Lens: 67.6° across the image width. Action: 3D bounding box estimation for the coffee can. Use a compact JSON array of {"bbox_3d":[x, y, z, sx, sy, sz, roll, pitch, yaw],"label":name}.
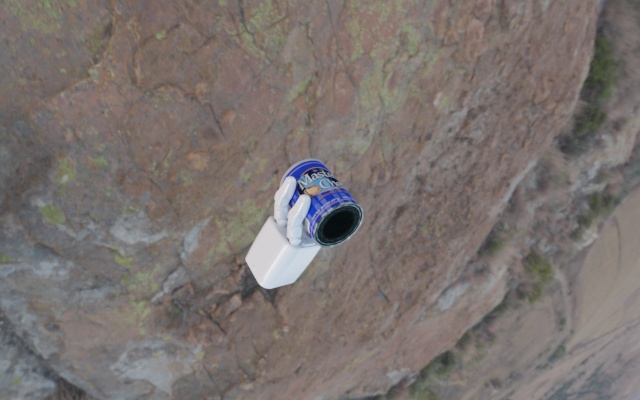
[{"bbox_3d":[0.000,0.003,0.882,0.103,0.103,0.140,0,37,-37],"label":"coffee can"}]
